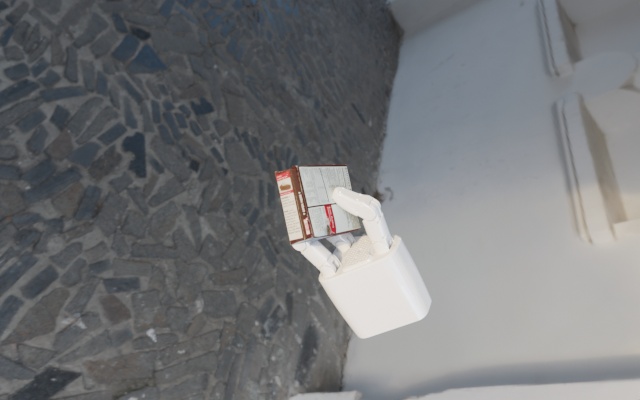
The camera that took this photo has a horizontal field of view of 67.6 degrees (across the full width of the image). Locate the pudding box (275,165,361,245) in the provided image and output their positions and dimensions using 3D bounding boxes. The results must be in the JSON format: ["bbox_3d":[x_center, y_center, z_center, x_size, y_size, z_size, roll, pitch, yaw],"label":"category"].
[{"bbox_3d":[0.000,0.002,0.594,0.039,0.090,0.113,-17,-6,33],"label":"pudding box"}]
